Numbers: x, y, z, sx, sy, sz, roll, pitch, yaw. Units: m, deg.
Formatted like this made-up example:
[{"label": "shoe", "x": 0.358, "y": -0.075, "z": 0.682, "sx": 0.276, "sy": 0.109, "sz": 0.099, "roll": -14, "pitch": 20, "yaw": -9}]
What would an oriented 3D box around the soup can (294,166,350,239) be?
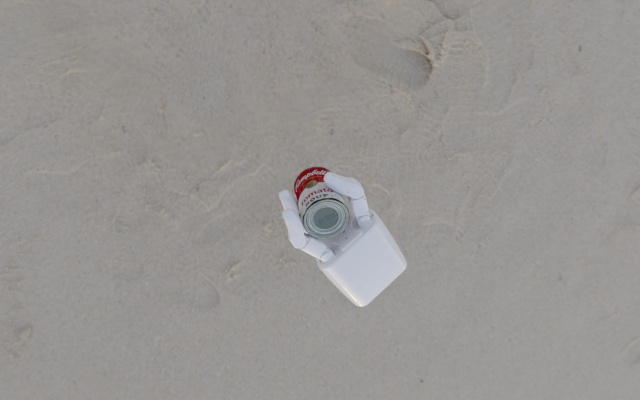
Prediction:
[{"label": "soup can", "x": 0.000, "y": 0.002, "z": 0.698, "sx": 0.068, "sy": 0.068, "sz": 0.102, "roll": 0, "pitch": 29, "yaw": -11}]
